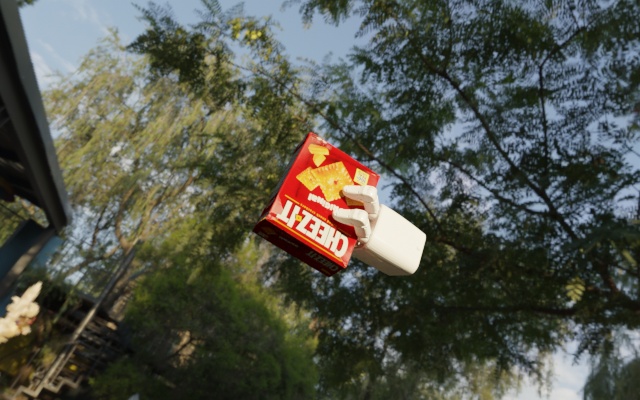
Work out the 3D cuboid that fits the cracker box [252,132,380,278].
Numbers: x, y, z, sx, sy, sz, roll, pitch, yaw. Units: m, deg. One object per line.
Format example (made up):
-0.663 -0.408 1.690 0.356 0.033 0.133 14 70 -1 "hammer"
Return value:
0.000 0.003 0.863 0.164 0.213 0.072 32 -35 -12 "cracker box"
